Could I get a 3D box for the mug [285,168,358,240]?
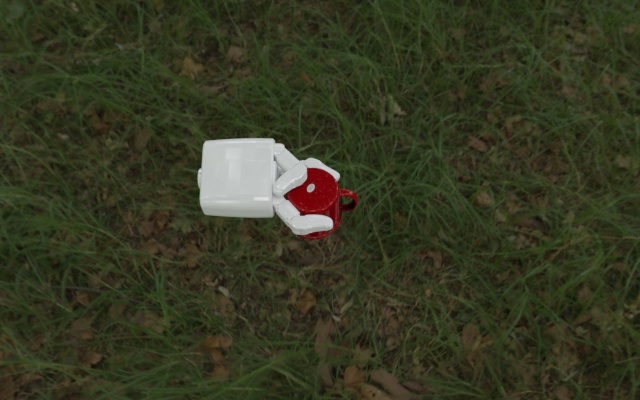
[{"bbox_3d":[0.002,0.002,0.742,0.117,0.093,0.081,0,-30,0],"label":"mug"}]
